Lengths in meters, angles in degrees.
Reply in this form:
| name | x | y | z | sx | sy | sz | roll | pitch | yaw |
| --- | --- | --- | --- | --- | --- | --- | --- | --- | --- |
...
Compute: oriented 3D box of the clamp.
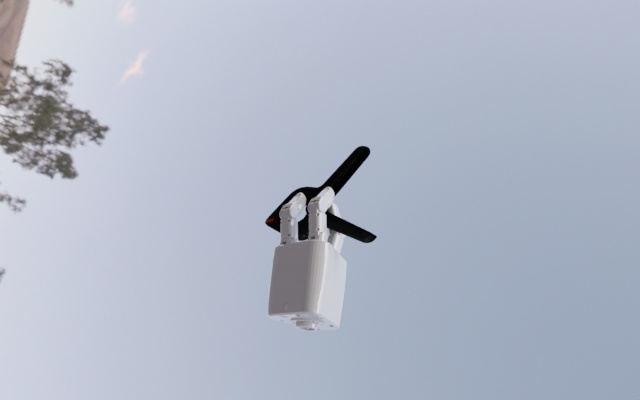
| name | x | y | z | sx | sy | sz | roll | pitch | yaw |
| --- | --- | --- | --- | --- | --- | --- | --- | --- | --- |
| clamp | 0.000 | 0.003 | 0.774 | 0.210 | 0.164 | 0.036 | -13 | -31 | 34 |
